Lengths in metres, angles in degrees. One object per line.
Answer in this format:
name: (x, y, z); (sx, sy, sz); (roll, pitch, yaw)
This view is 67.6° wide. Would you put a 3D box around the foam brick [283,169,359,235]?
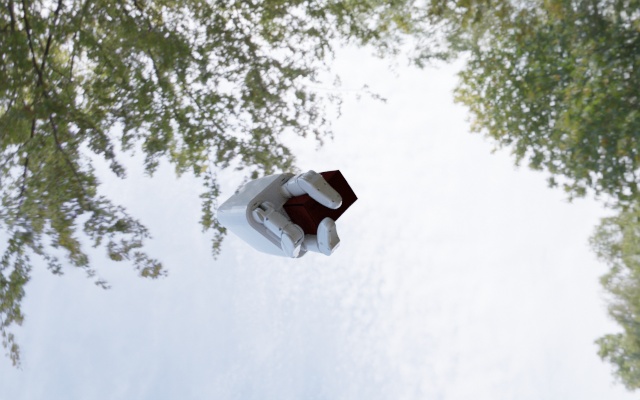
foam brick: (0.000, 0.002, 0.638); (0.078, 0.053, 0.051); (-43, 22, -29)
